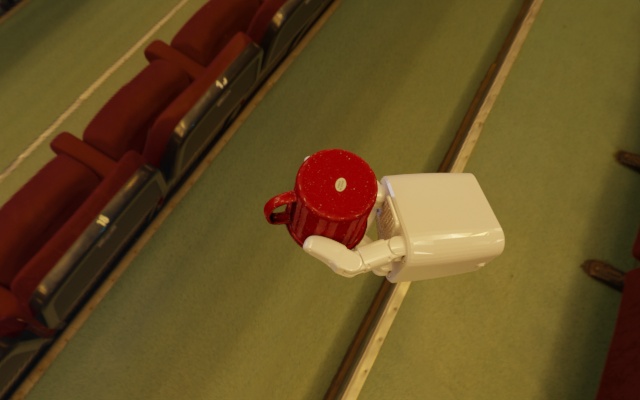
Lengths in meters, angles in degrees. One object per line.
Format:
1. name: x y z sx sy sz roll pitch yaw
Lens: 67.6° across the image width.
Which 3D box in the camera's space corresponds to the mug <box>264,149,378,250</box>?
1. mug: -0.001 0.002 0.489 0.117 0.093 0.081 -6 -25 -11
